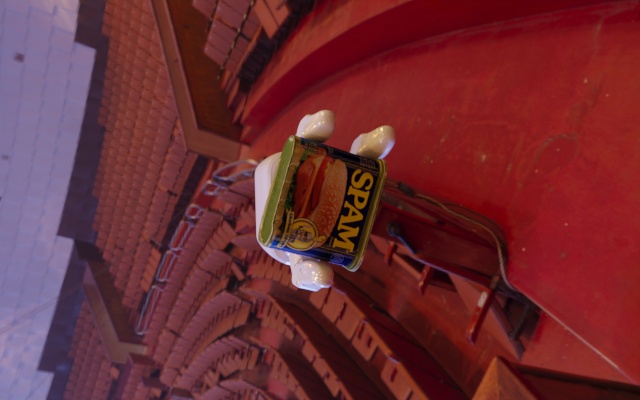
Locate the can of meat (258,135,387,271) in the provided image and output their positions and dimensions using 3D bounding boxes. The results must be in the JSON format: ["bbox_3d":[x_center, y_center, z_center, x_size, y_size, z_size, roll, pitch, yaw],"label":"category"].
[{"bbox_3d":[0.000,0.001,0.414,0.084,0.102,0.057,16,1,-17],"label":"can of meat"}]
